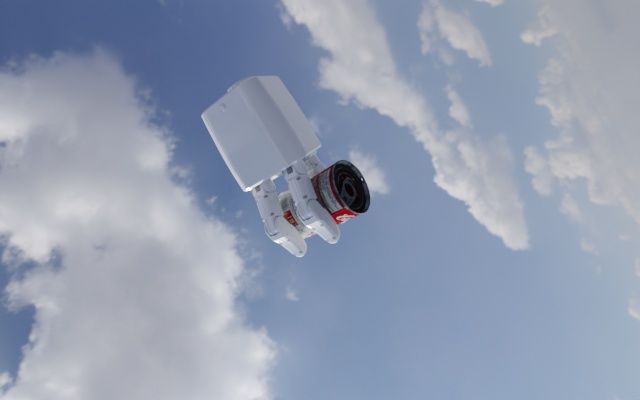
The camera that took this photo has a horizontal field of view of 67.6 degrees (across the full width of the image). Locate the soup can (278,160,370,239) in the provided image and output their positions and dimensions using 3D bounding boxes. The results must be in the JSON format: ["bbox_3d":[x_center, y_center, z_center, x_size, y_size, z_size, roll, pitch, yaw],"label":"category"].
[{"bbox_3d":[0.000,0.002,0.584,0.102,0.068,0.068,-26,-16,35],"label":"soup can"}]
